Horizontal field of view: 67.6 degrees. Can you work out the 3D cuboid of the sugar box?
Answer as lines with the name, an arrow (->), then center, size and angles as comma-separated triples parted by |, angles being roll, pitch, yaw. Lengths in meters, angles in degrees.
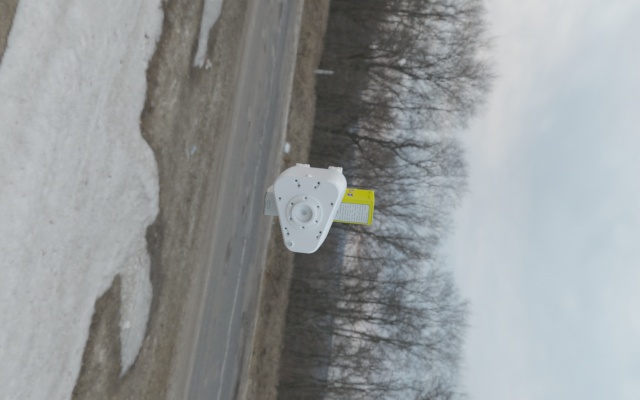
sugar box -> 0.000, 0.002, 0.802 | 0.176, 0.048, 0.093 | 8, 13, 4
